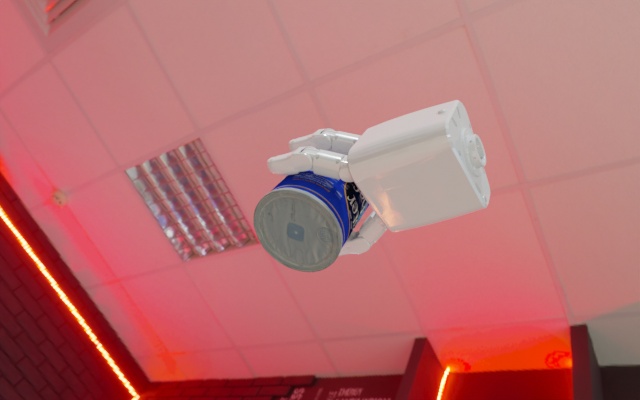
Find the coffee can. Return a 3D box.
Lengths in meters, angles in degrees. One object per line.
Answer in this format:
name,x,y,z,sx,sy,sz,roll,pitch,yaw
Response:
coffee can,0.000,0.002,0.560,0.103,0.103,0.140,0,28,26
